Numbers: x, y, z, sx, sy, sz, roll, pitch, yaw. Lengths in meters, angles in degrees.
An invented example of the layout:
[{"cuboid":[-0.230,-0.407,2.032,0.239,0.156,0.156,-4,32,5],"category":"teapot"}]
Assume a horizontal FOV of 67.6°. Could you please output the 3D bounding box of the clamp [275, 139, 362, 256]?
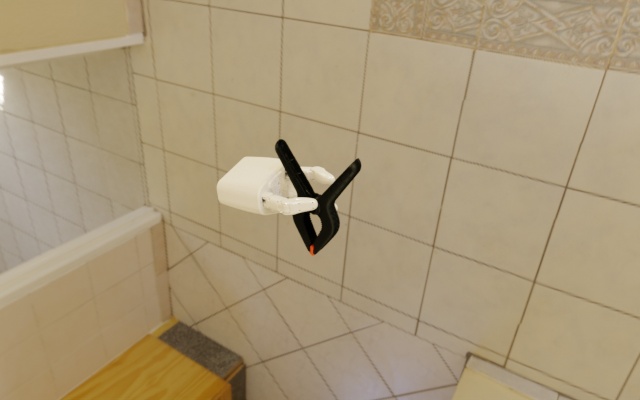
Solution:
[{"cuboid":[0.000,0.003,0.821,0.164,0.210,0.036,11,28,33],"category":"clamp"}]
